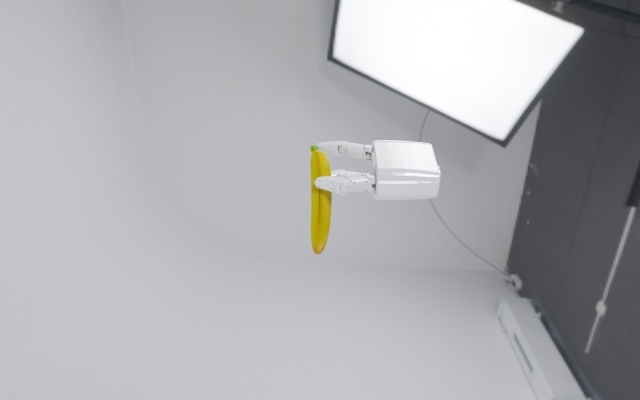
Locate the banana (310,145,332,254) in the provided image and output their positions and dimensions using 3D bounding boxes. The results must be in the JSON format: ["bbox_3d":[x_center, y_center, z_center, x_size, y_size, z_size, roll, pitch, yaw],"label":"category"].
[{"bbox_3d":[0.001,0.000,0.840,0.037,0.198,0.069,0,1,-2],"label":"banana"}]
